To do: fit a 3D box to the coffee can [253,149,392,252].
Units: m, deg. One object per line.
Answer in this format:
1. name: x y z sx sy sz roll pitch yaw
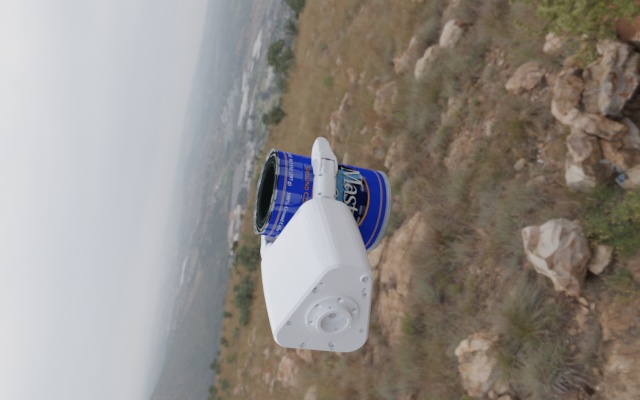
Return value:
1. coffee can: 0.000 0.002 0.575 0.140 0.103 0.103 11 -3 -18
